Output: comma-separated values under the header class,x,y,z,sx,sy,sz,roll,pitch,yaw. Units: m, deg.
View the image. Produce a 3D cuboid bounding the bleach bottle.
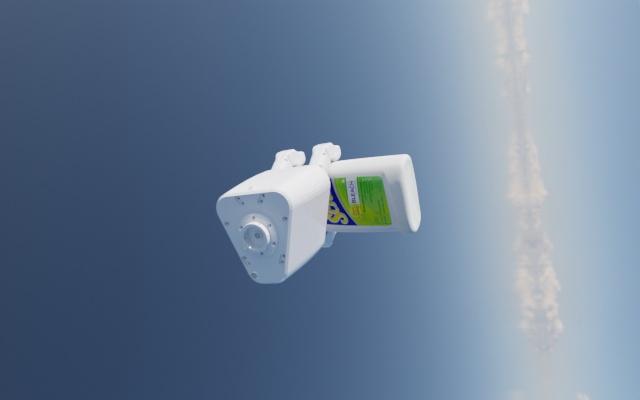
class,x,y,z,sx,sy,sz,roll,pitch,yaw
bleach bottle,0.000,0.002,0.643,0.251,0.102,0.068,-6,14,23
